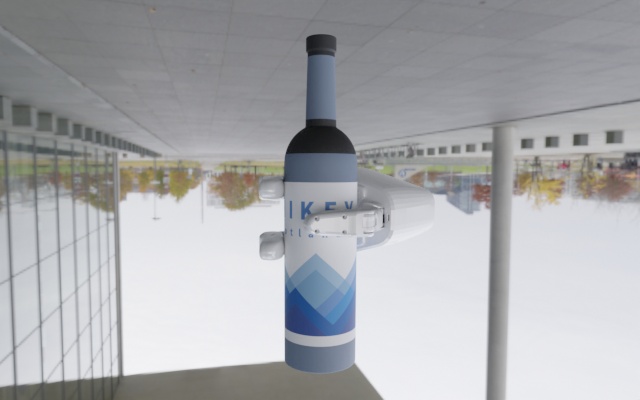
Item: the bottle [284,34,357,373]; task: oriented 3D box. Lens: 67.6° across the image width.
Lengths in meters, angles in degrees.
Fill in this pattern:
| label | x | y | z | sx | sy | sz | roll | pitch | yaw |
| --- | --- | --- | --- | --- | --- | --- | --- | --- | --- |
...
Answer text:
| label | x | y | z | sx | sy | sz | roll | pitch | yaw |
| --- | --- | --- | --- | --- | --- | --- | --- | --- | --- |
| bottle | 0.000 | 0.002 | 0.437 | 0.069 | 0.296 | 0.069 | 0 | 4 | 0 |
